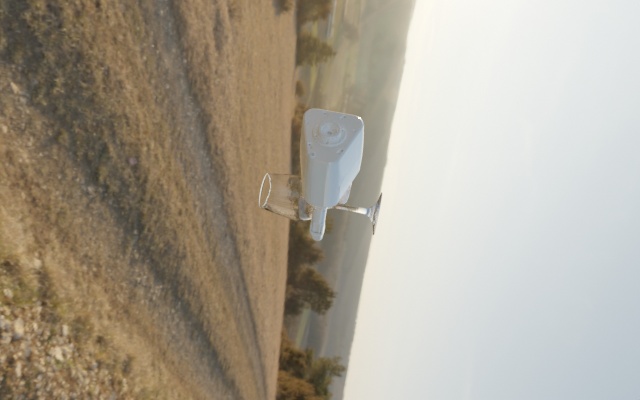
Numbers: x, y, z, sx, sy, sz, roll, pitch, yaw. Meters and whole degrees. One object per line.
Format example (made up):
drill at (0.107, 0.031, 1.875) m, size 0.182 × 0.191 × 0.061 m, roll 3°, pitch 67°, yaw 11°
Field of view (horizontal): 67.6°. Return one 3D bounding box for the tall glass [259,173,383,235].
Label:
tall glass at (0.001, 0.003, 0.813) m, size 0.201 × 0.079 × 0.079 m, roll 11°, pitch 1°, yaw 6°
